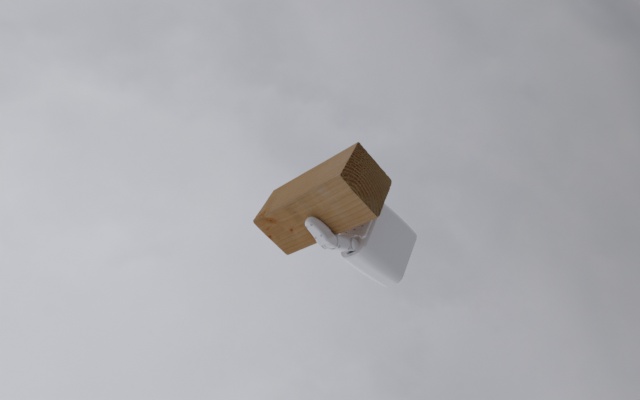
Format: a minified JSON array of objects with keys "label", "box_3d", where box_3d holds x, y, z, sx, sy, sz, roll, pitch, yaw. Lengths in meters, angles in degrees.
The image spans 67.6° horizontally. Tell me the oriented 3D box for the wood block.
[{"label":"wood block","box_3d":[0.000,0.003,0.772,0.206,0.090,0.090,-27,24,40]}]
